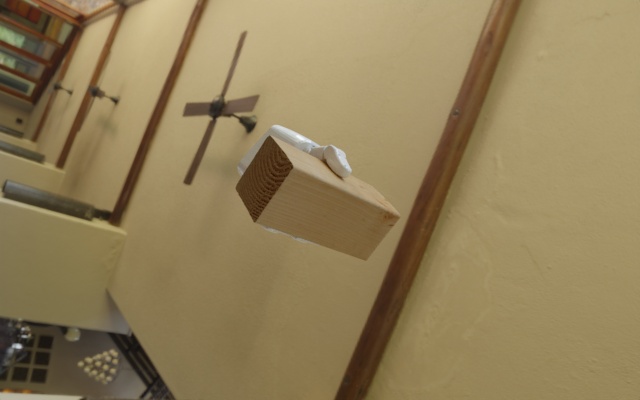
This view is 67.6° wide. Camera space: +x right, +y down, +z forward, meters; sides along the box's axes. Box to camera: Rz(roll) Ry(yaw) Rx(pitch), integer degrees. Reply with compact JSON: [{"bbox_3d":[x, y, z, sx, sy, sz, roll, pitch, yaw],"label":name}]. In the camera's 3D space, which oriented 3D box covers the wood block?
[{"bbox_3d":[0.000,0.002,0.666,0.206,0.091,0.090,23,20,-39],"label":"wood block"}]
